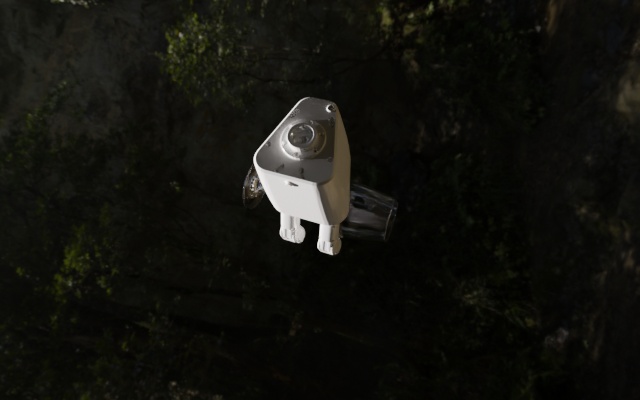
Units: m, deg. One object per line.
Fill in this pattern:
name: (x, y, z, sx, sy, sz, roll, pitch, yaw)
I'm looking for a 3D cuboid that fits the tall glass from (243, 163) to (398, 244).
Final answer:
tall glass: (0.000, 0.002, 0.650, 0.201, 0.079, 0.079, 15, 4, 15)
